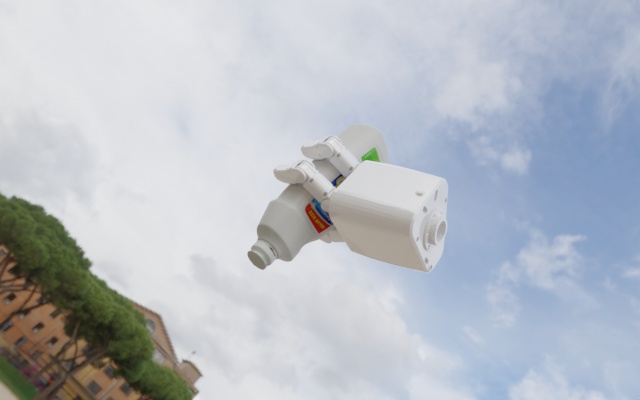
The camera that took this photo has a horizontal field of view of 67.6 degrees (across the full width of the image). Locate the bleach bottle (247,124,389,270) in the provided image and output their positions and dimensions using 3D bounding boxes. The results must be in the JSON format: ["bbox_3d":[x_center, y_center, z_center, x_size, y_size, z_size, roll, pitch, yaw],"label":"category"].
[{"bbox_3d":[0.000,0.002,0.621,0.068,0.103,0.250,16,46,34],"label":"bleach bottle"}]
